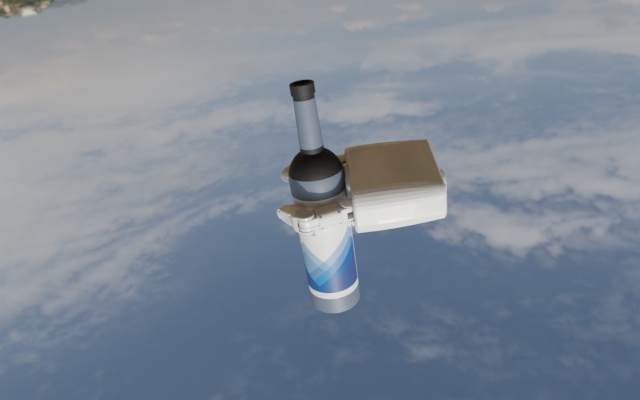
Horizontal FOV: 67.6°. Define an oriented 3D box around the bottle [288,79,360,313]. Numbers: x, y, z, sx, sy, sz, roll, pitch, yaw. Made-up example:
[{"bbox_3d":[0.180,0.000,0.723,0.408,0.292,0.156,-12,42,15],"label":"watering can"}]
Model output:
[{"bbox_3d":[0.000,0.002,0.584,0.069,0.296,0.069,-7,27,4],"label":"bottle"}]
